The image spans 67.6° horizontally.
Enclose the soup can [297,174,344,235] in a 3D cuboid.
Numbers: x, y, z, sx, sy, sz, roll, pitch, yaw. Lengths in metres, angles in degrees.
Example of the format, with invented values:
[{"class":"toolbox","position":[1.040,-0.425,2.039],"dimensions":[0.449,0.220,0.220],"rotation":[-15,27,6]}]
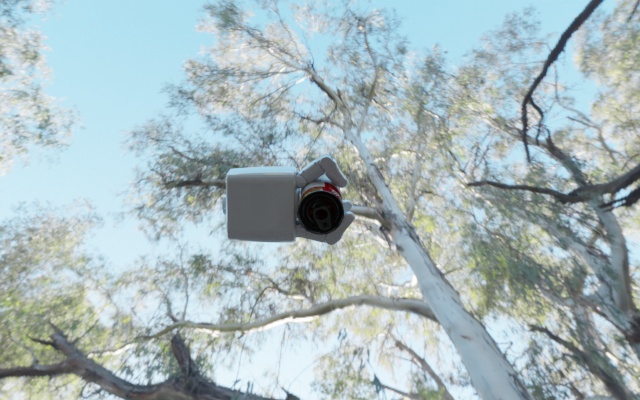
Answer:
[{"class":"soup can","position":[0.001,0.002,0.736],"dimensions":[0.068,0.068,0.102],"rotation":[0,19,0]}]
